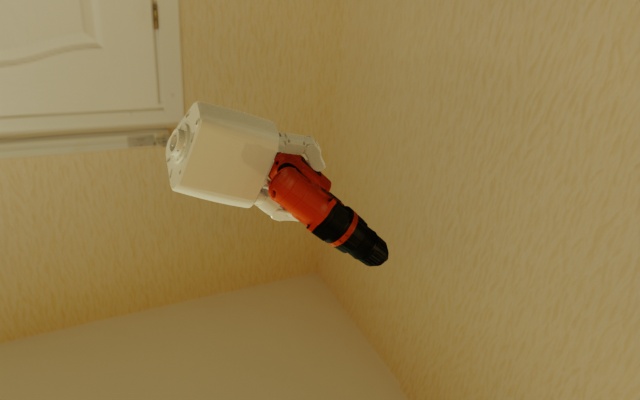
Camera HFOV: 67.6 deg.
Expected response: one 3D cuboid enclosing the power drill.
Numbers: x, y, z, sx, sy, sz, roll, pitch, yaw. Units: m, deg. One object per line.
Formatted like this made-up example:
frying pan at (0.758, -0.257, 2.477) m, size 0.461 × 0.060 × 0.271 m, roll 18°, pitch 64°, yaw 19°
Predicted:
power drill at (0.000, 0.002, 0.648) m, size 0.184 × 0.057 × 0.187 m, roll 39°, pitch 5°, yaw -23°
